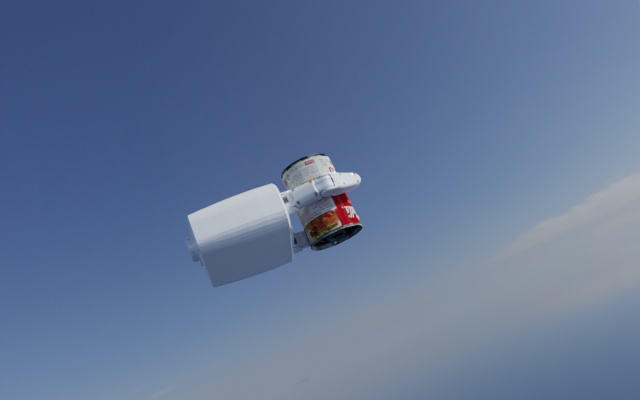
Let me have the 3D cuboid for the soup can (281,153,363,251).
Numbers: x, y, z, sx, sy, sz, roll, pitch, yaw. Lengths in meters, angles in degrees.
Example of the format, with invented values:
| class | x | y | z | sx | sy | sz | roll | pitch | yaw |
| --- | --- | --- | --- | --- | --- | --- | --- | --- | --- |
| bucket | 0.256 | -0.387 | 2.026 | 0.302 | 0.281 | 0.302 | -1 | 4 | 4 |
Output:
| class | x | y | z | sx | sy | sz | roll | pitch | yaw |
| --- | --- | --- | --- | --- | --- | --- | --- | --- | --- |
| soup can | 0.000 | 0.001 | 0.591 | 0.068 | 0.102 | 0.068 | -22 | -18 | -8 |
